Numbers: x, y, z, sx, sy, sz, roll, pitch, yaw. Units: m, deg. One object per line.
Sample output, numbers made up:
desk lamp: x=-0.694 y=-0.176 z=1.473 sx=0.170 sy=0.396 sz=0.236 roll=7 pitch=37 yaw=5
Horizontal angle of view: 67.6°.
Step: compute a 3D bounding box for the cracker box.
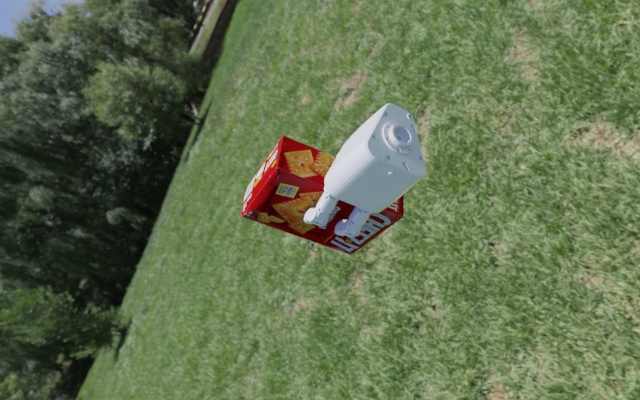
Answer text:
cracker box: x=0.000 y=0.002 z=0.765 sx=0.214 sy=0.072 sz=0.164 roll=21 pitch=-35 yaw=-18
